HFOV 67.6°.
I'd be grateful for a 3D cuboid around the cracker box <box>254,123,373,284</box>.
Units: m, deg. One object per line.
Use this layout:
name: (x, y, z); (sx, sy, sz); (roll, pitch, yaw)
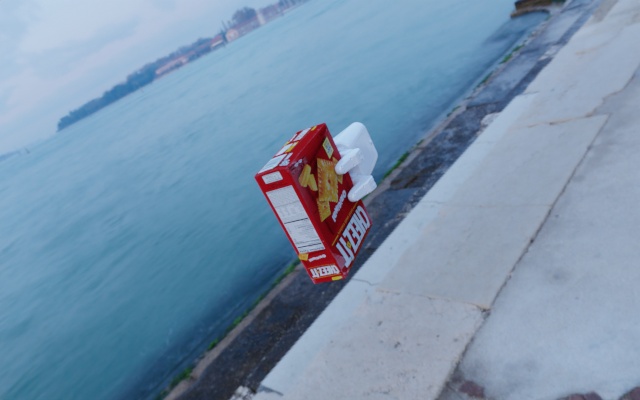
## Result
cracker box: (0.000, 0.002, 0.796); (0.072, 0.214, 0.164); (-14, 25, 32)
